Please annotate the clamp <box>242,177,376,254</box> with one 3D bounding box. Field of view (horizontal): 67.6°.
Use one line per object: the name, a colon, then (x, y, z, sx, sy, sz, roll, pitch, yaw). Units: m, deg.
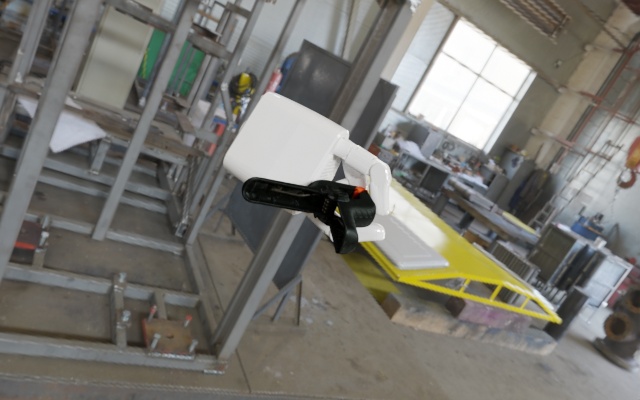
clamp: (0.000, 0.001, 0.486, 0.120, 0.039, 0.171, 32, 15, 11)
